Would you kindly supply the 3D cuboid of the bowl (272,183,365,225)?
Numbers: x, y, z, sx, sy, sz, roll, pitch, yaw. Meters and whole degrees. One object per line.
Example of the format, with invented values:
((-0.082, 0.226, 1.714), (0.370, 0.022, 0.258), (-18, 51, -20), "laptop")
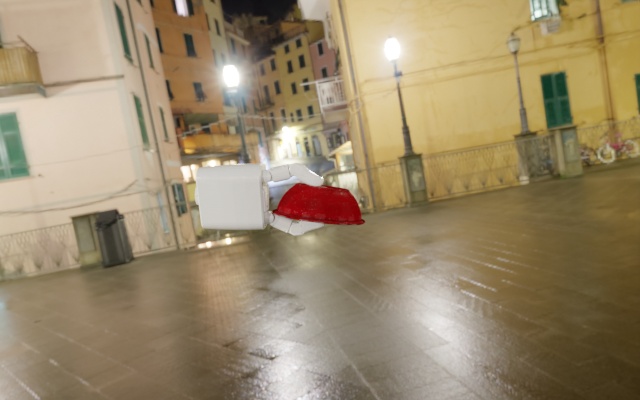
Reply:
((0.001, 0.002, 0.820), (0.162, 0.055, 0.162), (7, 4, -1), "bowl")
